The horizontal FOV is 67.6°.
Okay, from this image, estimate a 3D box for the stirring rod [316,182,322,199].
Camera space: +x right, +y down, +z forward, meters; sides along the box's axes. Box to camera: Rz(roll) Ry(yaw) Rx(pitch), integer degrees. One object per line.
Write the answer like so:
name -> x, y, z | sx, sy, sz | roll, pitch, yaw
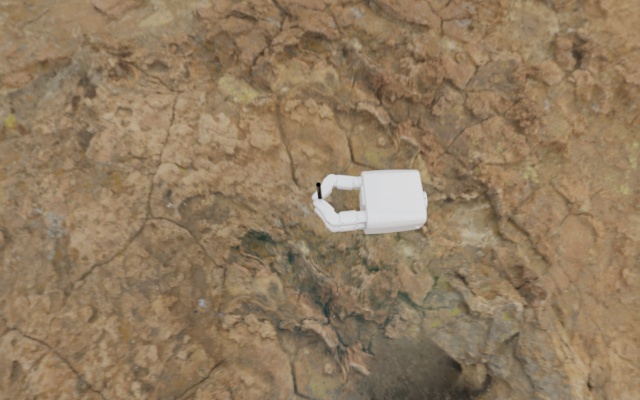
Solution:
stirring rod -> 0.000, 0.003, 0.881 | 0.011, 0.011, 0.239 | 0, -14, 2
